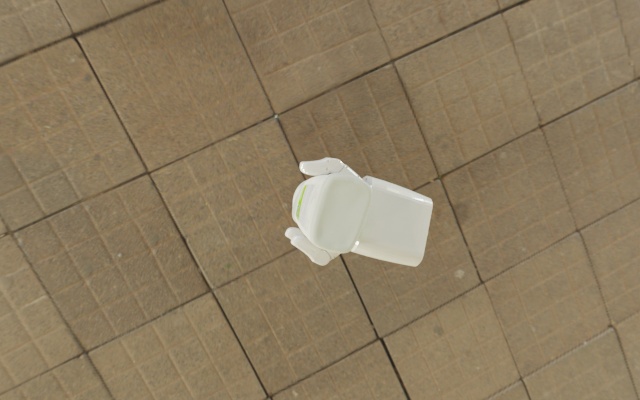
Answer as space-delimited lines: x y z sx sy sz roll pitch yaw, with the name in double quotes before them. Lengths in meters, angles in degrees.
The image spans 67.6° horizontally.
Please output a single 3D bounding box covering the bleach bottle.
"bleach bottle" 0.000 0.002 0.706 0.068 0.102 0.251 17 4 -13
